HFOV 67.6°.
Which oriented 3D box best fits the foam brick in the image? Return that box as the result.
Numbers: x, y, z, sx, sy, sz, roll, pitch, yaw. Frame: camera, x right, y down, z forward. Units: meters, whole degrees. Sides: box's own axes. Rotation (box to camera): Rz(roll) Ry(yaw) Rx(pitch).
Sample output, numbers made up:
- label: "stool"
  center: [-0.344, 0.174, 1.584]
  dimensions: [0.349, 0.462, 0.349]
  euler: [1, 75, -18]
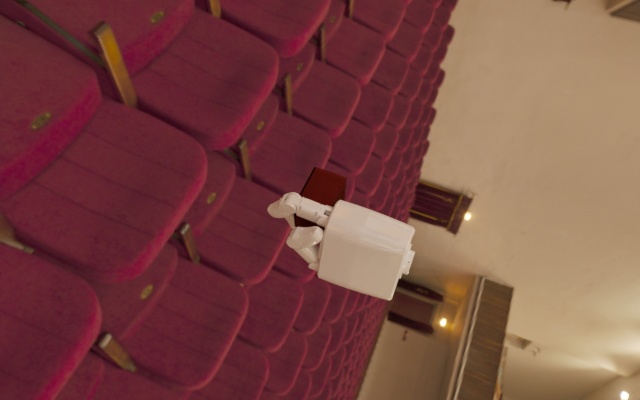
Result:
- label: "foam brick"
  center: [0.000, 0.002, 0.679]
  dimensions: [0.051, 0.078, 0.053]
  euler: [17, -36, 13]
